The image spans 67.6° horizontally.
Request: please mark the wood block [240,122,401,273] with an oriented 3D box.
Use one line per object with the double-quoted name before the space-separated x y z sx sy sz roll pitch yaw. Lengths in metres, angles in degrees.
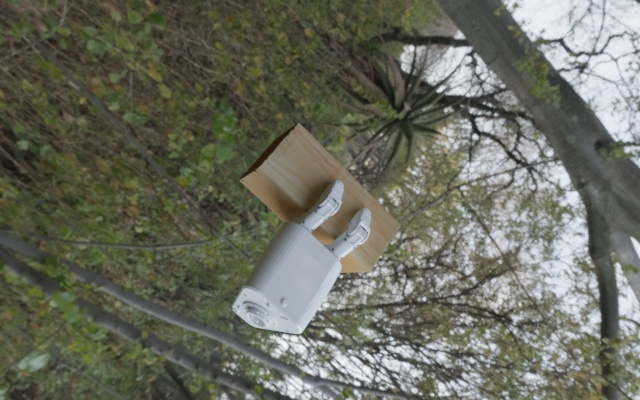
"wood block" 0.000 0.003 0.677 0.206 0.090 0.091 44 -25 -14
